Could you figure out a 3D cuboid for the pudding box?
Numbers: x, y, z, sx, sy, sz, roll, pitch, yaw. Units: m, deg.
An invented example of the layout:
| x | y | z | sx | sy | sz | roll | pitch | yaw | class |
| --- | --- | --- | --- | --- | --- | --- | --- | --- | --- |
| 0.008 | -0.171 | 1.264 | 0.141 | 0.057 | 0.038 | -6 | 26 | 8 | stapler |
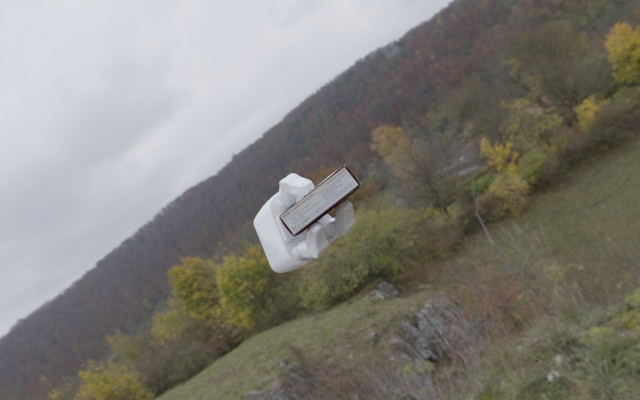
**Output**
| x | y | z | sx | sy | sz | roll | pitch | yaw | class |
| --- | --- | --- | --- | --- | --- | --- | --- | --- | --- |
| 0.000 | 0.002 | 0.651 | 0.113 | 0.039 | 0.090 | -40 | -1 | 0 | pudding box |
